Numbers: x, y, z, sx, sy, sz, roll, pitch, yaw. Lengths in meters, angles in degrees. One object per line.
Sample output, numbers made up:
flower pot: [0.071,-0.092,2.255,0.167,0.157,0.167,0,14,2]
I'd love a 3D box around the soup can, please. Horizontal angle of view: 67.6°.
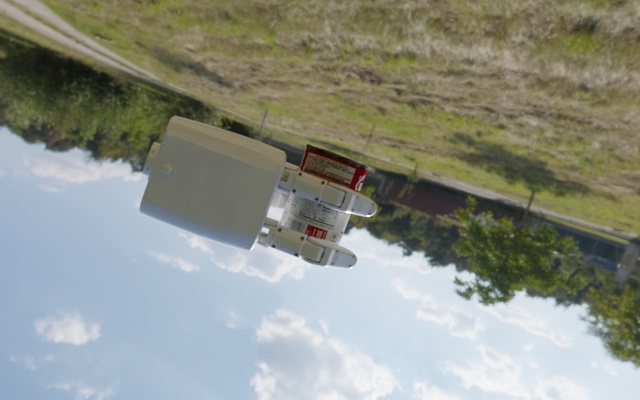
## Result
soup can: [0.000,0.002,0.490,0.068,0.102,0.068,20,3,-1]
